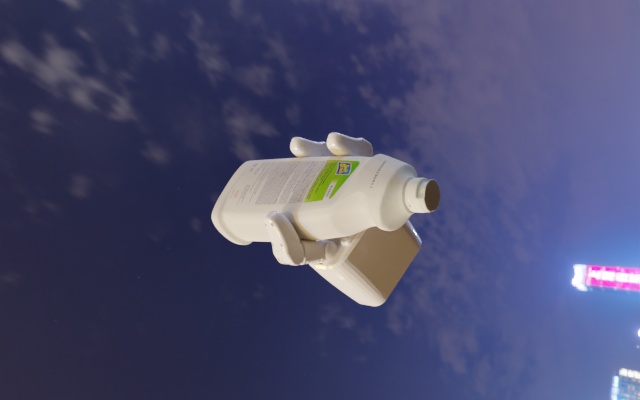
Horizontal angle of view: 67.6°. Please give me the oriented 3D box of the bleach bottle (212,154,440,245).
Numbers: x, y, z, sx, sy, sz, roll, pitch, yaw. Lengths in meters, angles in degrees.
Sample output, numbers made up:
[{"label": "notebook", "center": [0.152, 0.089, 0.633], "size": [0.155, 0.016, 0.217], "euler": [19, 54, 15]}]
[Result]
[{"label": "bleach bottle", "center": [0.000, 0.002, 0.492], "size": [0.251, 0.102, 0.068], "euler": [1, -35, 42]}]
